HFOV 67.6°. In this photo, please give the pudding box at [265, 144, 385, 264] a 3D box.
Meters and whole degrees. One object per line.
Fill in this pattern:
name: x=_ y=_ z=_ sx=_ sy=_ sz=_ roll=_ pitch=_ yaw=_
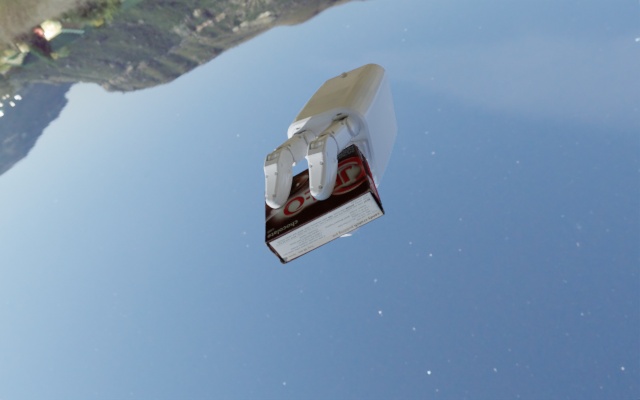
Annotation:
pudding box: x=0.000 y=0.002 z=0.471 sx=0.113 sy=0.039 sz=0.090 roll=-29 pitch=31 yaw=12
